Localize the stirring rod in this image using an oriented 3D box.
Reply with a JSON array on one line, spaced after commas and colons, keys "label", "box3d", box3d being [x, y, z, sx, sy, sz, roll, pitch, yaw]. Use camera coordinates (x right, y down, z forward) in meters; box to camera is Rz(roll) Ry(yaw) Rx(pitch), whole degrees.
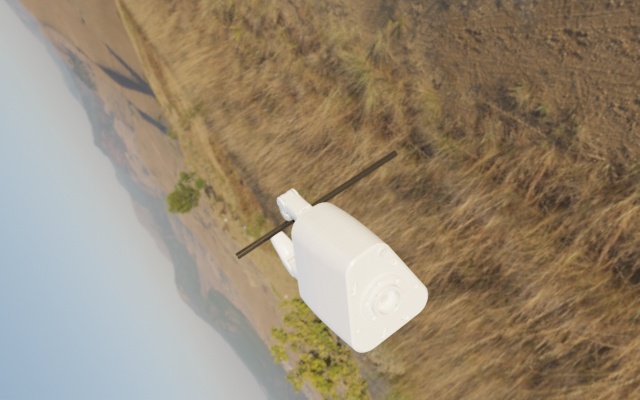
[{"label": "stirring rod", "box3d": [0.000, 0.002, 0.587, 0.239, 0.011, 0.011, -33, 10, -15]}]
